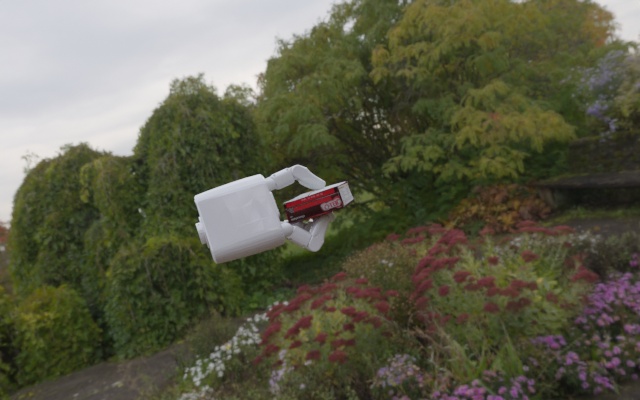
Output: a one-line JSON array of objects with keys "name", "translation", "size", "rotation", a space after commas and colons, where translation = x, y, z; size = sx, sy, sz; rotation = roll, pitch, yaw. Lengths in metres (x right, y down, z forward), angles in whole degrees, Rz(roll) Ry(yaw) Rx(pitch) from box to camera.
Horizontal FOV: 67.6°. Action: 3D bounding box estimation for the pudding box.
[{"name": "pudding box", "translation": [0.000, 0.002, 0.751], "size": [0.090, 0.039, 0.113], "rotation": [-17, 4, 13]}]
